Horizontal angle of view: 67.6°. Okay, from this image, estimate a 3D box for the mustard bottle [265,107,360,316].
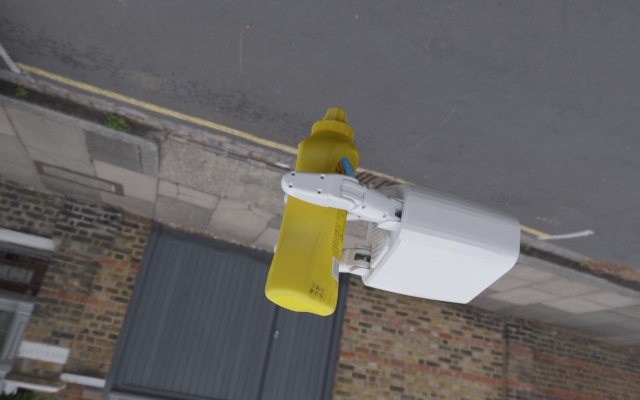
[{"bbox_3d":[0.000,0.002,0.434,0.058,0.191,0.096,6,-20,15],"label":"mustard bottle"}]
